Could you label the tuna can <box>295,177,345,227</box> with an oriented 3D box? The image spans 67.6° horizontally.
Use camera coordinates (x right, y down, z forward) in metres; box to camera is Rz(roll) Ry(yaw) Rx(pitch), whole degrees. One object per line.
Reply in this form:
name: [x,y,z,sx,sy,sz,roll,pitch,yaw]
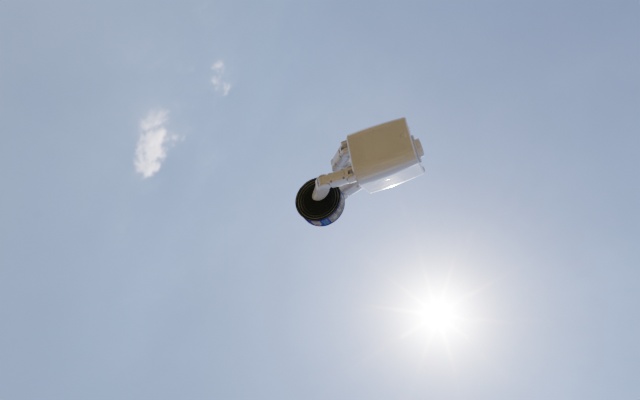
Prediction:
tuna can: [0.000,0.003,0.860,0.086,0.086,0.034,0,-24,21]
